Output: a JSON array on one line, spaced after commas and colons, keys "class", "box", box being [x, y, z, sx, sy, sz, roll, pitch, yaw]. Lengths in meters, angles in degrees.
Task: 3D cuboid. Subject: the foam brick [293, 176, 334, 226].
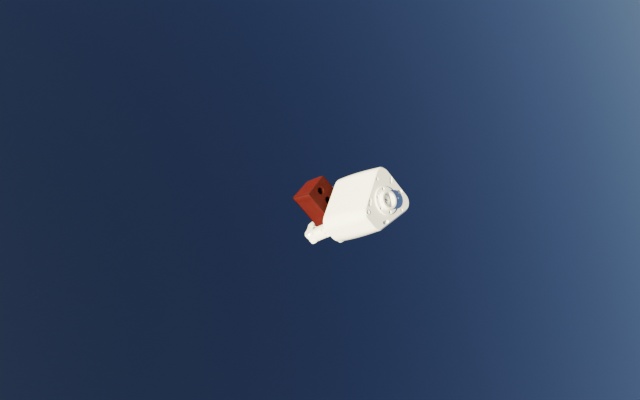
[{"class": "foam brick", "box": [0.000, 0.003, 0.872, 0.051, 0.078, 0.053, -17, 29, 52]}]
